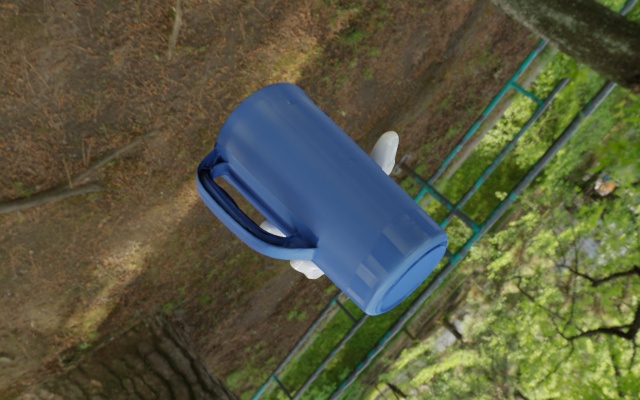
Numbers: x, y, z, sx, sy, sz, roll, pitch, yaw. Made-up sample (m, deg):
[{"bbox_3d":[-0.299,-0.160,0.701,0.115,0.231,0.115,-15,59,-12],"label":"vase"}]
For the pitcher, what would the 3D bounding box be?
[{"bbox_3d":[0.000,0.002,0.491,0.242,0.149,0.145,45,8,25],"label":"pitcher"}]
